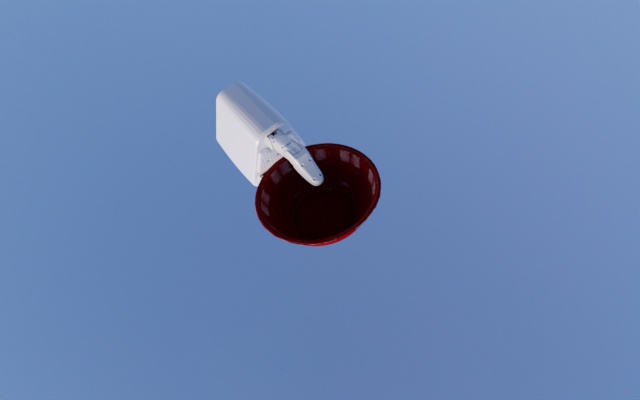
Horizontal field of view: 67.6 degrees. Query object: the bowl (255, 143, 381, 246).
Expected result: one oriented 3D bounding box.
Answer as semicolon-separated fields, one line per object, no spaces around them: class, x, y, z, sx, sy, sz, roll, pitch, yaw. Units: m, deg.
bowl;0.001;0.003;0.617;0.162;0.162;0.055;0;-38;14
